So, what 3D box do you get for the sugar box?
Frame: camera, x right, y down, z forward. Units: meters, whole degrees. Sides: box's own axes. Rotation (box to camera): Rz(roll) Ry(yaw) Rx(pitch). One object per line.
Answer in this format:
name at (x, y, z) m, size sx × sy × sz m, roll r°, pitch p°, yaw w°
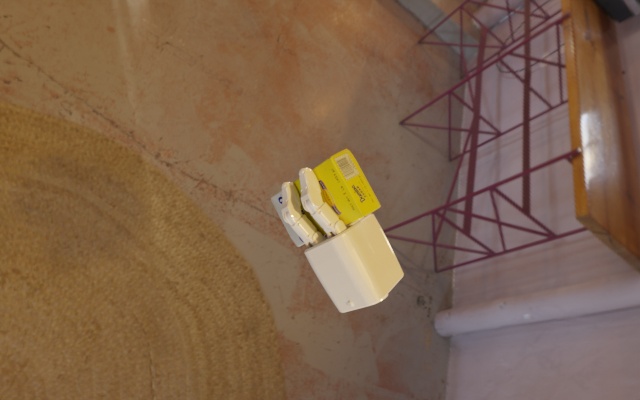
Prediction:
sugar box at (0.000, 0.003, 0.703) m, size 0.048 × 0.093 × 0.176 m, roll -27°, pitch -2°, yaw -41°
